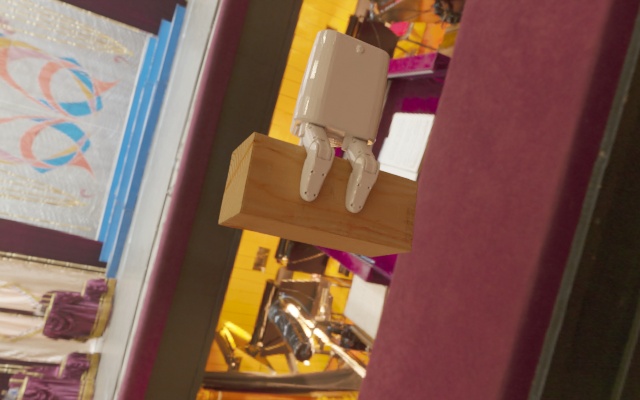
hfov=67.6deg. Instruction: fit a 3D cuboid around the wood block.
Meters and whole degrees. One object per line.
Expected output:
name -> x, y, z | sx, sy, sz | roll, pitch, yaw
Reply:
wood block -> 0.000, 0.001, 0.555 | 0.206, 0.090, 0.091 | 15, -15, -23
